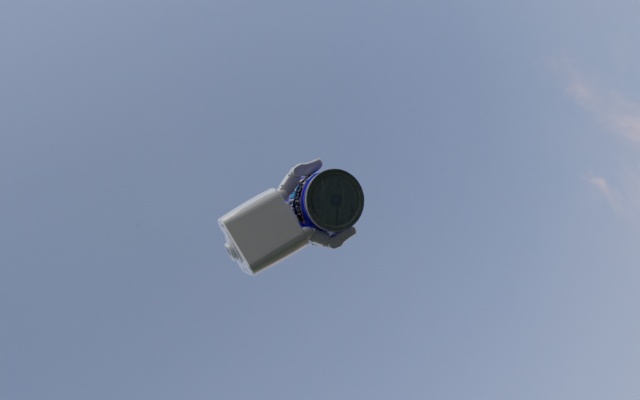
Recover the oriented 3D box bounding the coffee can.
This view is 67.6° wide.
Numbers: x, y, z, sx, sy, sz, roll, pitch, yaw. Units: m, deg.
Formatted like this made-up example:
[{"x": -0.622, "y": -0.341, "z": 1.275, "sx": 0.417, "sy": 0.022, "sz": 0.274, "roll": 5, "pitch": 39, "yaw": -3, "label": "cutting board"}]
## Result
[{"x": 0.000, "y": 0.003, "z": 0.833, "sx": 0.103, "sy": 0.103, "sz": 0.140, "roll": 0, "pitch": -3, "yaw": -21, "label": "coffee can"}]
